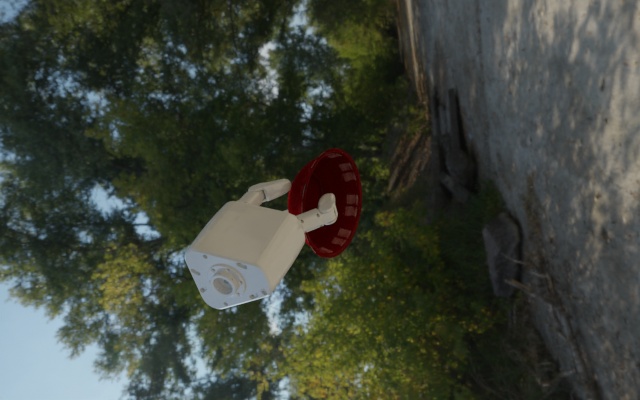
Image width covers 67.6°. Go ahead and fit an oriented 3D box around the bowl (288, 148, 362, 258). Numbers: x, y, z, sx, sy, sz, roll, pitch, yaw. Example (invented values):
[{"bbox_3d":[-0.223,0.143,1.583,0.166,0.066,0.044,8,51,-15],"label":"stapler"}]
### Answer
[{"bbox_3d":[0.000,0.002,0.714,0.055,0.162,0.162,6,3,34],"label":"bowl"}]
